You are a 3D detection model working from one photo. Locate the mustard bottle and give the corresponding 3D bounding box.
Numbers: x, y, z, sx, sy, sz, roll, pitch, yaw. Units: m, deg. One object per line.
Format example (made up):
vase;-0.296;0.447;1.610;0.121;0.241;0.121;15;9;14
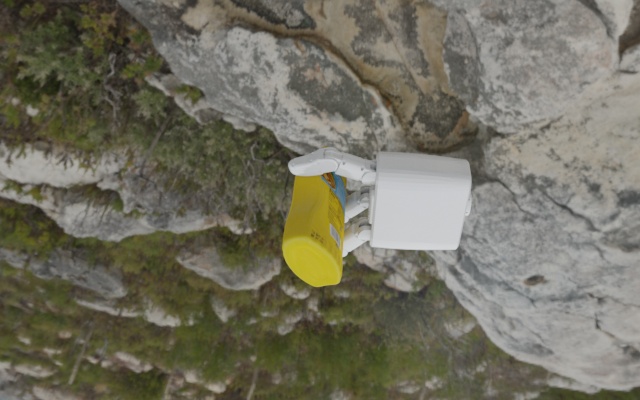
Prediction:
mustard bottle;0.000;0.002;0.589;0.058;0.191;0.096;-13;-46;21
